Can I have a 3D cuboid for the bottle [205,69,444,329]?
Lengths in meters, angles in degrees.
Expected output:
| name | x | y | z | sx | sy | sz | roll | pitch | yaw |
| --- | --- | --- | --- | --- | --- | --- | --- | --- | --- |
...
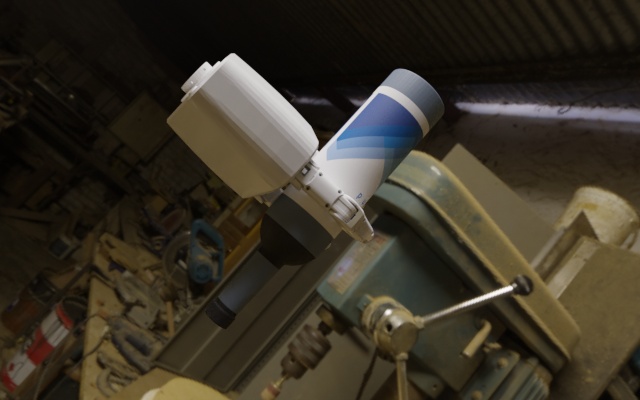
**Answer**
| name | x | y | z | sx | sy | sz | roll | pitch | yaw |
| --- | --- | --- | --- | --- | --- | --- | --- | --- | --- |
| bottle | 0.000 | 0.001 | 0.460 | 0.069 | 0.295 | 0.069 | 41 | -7 | 6 |
